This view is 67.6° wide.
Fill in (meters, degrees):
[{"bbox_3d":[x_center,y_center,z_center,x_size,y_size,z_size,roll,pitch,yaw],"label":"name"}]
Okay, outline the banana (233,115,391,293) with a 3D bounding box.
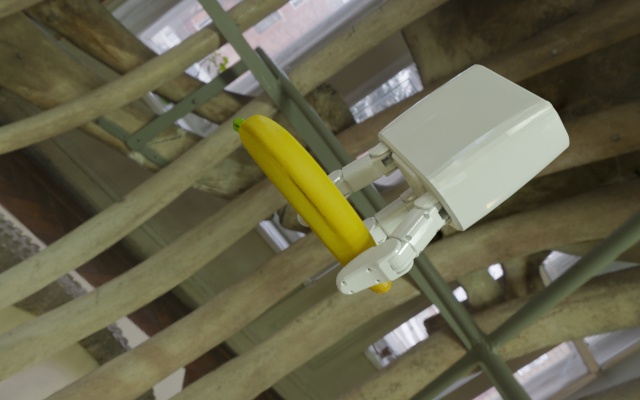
[{"bbox_3d":[-0.003,-0.001,0.385,0.037,0.198,0.069,-40,-1,2],"label":"banana"}]
